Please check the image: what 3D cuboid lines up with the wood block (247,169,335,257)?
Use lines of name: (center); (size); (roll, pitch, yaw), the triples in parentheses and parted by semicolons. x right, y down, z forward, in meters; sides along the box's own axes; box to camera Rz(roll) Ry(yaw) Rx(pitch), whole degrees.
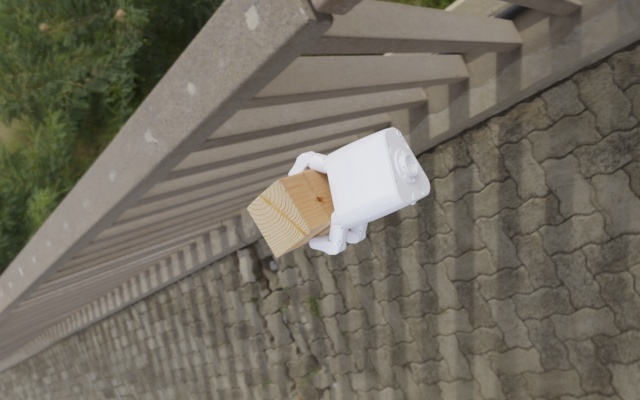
wood block: (0.000, 0.002, 0.760); (0.206, 0.091, 0.090); (-21, -13, -49)
